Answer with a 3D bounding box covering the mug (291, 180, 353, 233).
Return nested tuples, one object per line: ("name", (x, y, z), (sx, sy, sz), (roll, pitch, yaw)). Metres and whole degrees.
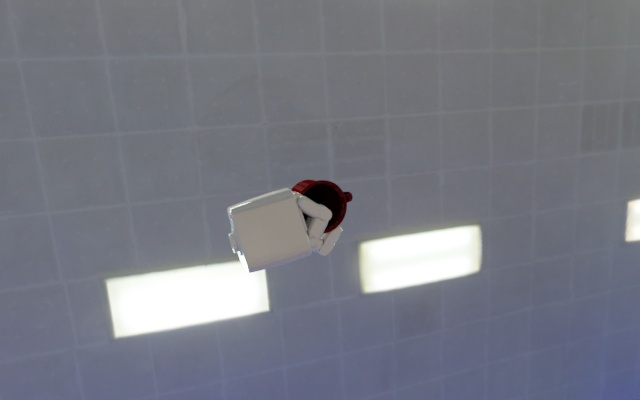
("mug", (0.001, 0.002, 0.859), (0.117, 0.093, 0.081), (-17, 13, -17))
